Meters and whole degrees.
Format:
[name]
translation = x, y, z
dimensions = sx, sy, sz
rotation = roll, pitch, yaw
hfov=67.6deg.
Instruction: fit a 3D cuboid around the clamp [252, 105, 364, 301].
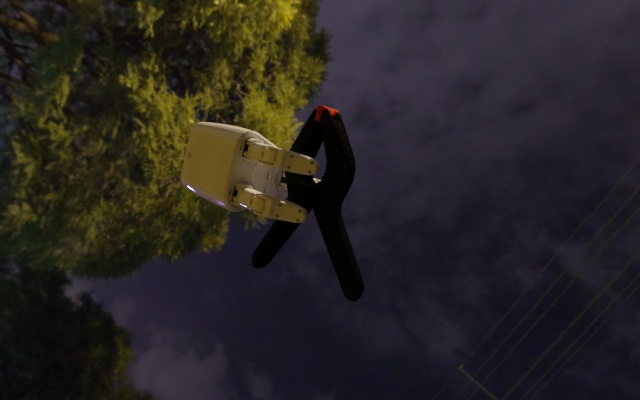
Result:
[clamp]
translation = 0.001, 0.001, 0.538
dimensions = 0.164, 0.210, 0.036
rotation = 19, 8, 39
